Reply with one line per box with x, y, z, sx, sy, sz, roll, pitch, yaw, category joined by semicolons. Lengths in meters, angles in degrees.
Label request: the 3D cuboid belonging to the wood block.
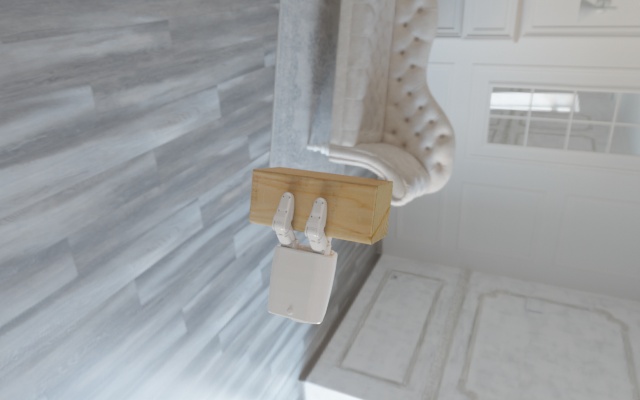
0.000;0.003;0.760;0.206;0.090;0.091;9;9;22;wood block
